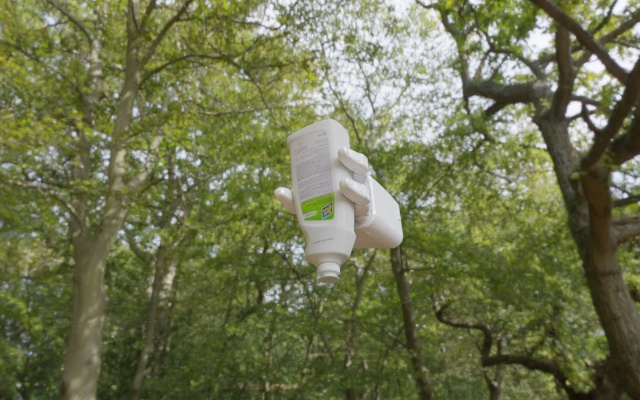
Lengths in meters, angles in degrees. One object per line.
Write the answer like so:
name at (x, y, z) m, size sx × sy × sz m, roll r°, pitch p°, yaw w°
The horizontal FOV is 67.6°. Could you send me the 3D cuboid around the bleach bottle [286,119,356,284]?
bleach bottle at (0.000, 0.002, 0.712) m, size 0.102 × 0.250 × 0.068 m, roll -20°, pitch -35°, yaw 28°
